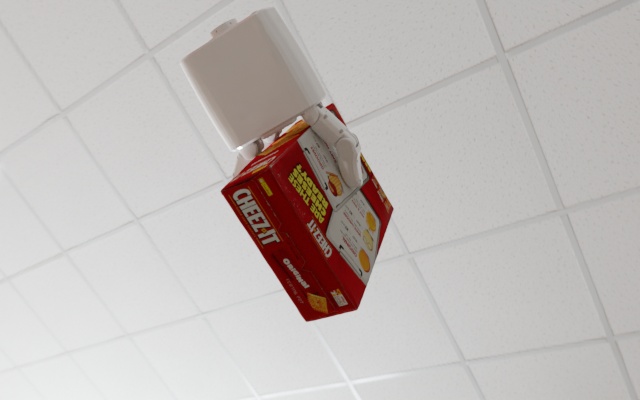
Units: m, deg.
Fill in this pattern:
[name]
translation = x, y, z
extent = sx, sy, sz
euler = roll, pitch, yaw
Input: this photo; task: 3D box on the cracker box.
[cracker box]
translation = 0.000, 0.002, 0.534
extent = 0.072, 0.164, 0.213
euler = -23, 17, 28
